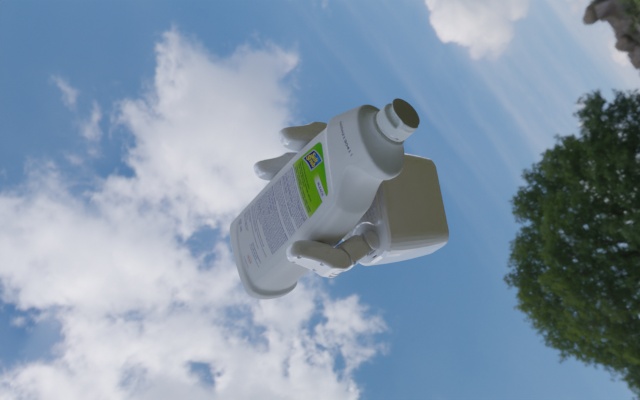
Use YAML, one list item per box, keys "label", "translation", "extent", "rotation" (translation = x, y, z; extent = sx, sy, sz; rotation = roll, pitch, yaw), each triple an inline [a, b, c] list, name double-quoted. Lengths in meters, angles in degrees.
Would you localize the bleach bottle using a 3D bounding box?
- label: "bleach bottle"
  translation: [0.000, 0.001, 0.450]
  extent: [0.068, 0.102, 0.251]
  rotation: [-1, -29, -40]
